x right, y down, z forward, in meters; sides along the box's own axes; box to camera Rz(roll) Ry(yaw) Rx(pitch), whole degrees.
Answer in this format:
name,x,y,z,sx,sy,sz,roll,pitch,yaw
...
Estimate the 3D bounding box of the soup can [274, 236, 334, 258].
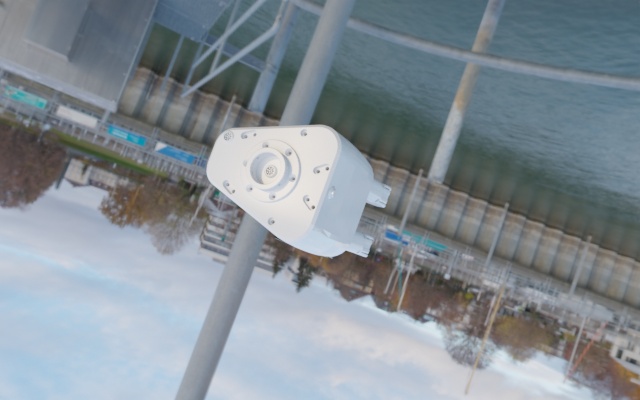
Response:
name,x,y,z,sx,sy,sz,roll,pitch,yaw
soup can,0.000,0.002,0.496,0.068,0.102,0.068,20,-4,1
